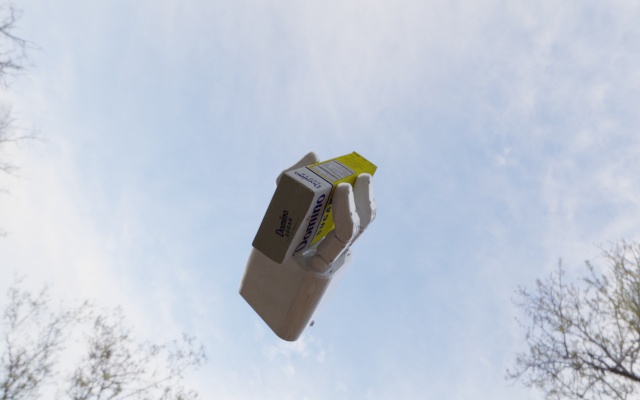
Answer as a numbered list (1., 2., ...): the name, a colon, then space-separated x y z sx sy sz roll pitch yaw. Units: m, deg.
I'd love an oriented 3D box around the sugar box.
1. sugar box: 0.001 0.002 0.545 0.048 0.093 0.176 33 25 14
